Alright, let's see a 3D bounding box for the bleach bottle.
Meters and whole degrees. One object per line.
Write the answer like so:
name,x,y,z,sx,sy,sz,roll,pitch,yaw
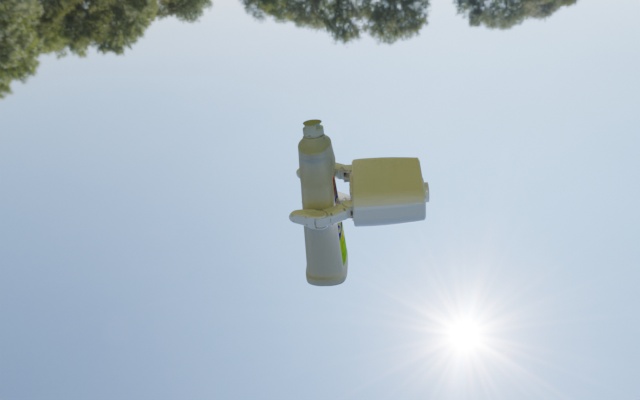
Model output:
bleach bottle,0.000,0.002,0.736,0.068,0.251,0.102,-3,27,8
